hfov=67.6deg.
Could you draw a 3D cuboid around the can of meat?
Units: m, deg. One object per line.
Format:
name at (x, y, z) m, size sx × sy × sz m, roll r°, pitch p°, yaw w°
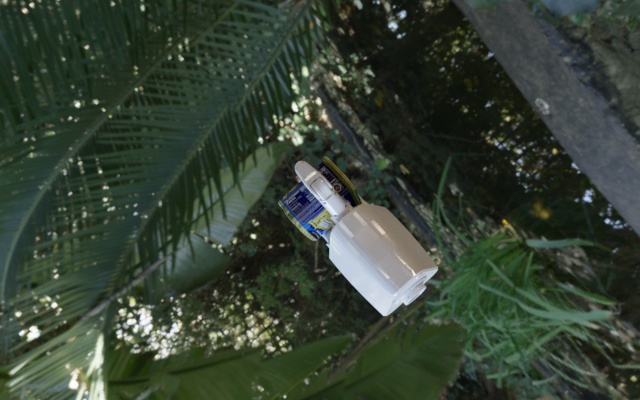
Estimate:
can of meat at (0.000, 0.002, 0.613) m, size 0.084 × 0.057 × 0.102 m, roll -42°, pitch -19°, yaw -1°
